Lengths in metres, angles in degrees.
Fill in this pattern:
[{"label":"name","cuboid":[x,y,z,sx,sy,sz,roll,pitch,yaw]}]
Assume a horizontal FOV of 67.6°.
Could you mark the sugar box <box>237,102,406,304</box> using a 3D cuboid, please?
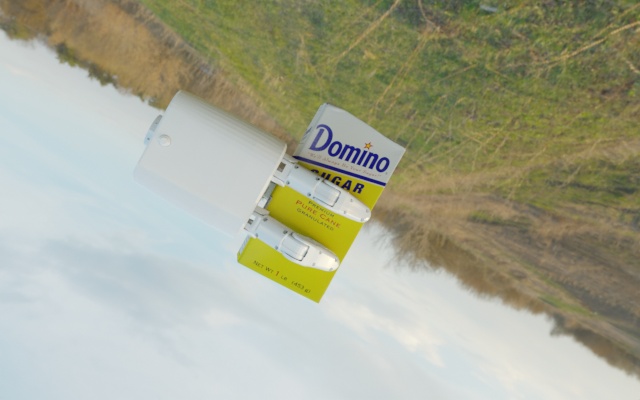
[{"label":"sugar box","cuboid":[0.000,0.002,0.472,0.093,0.176,0.048,29,2,-12]}]
